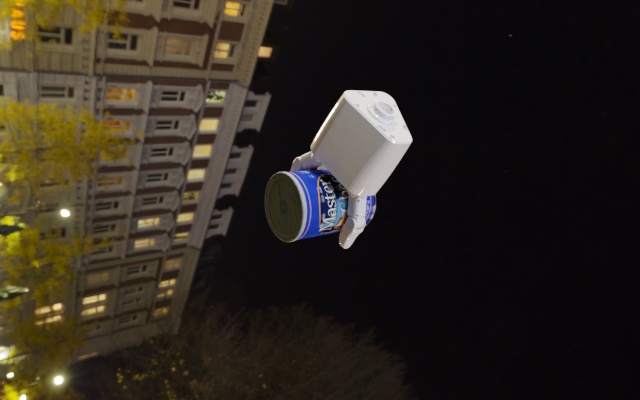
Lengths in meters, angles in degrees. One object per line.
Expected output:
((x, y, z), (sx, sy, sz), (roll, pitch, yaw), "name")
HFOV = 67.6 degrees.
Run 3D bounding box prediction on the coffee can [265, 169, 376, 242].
((0.000, 0.003, 0.734), (0.140, 0.103, 0.103), (-8, 5, -37), "coffee can")
